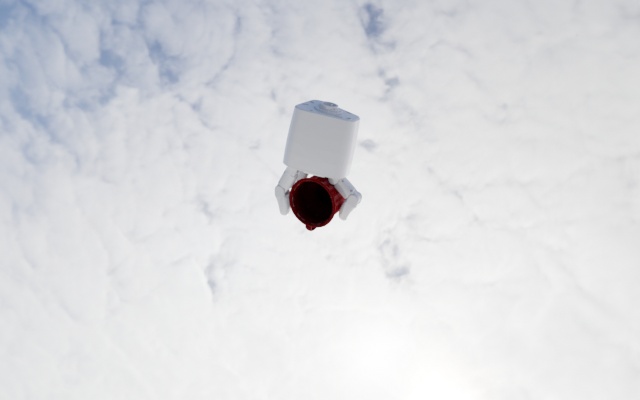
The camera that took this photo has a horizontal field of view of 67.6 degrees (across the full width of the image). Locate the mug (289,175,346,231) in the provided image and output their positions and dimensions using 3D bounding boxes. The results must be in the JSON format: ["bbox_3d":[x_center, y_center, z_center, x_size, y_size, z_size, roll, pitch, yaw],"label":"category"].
[{"bbox_3d":[0.000,0.004,0.876,0.093,0.117,0.081,24,28,19],"label":"mug"}]
